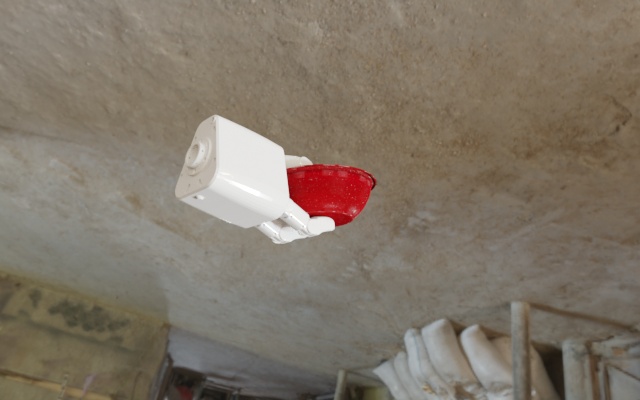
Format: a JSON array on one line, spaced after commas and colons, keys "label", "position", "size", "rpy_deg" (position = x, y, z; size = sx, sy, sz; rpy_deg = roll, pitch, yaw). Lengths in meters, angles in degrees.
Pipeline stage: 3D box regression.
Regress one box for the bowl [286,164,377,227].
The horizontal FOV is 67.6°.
[{"label": "bowl", "position": [0.001, 0.003, 0.679], "size": [0.162, 0.055, 0.162], "rpy_deg": [-2, -17, 0]}]
